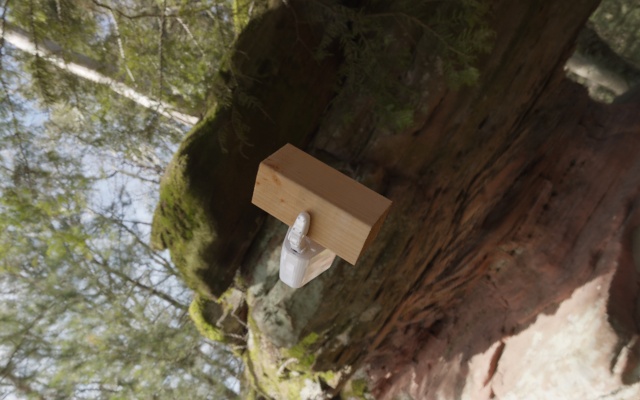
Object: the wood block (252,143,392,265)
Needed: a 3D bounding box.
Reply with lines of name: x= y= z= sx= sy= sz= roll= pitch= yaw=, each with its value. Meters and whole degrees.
wood block: x=0.000 y=0.003 z=0.792 sx=0.206 sy=0.090 sz=0.090 roll=30 pitch=40 yaw=13
